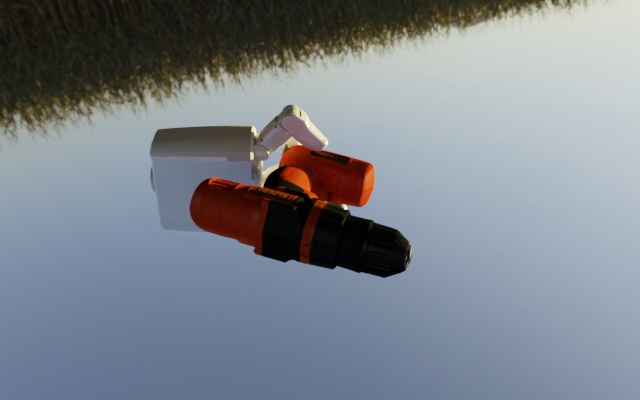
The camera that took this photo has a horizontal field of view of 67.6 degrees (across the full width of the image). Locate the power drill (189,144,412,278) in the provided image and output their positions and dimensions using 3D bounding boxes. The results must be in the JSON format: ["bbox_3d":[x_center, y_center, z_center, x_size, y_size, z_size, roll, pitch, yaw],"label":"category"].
[{"bbox_3d":[0.000,0.001,0.448,0.184,0.057,0.187,16,19,10],"label":"power drill"}]
